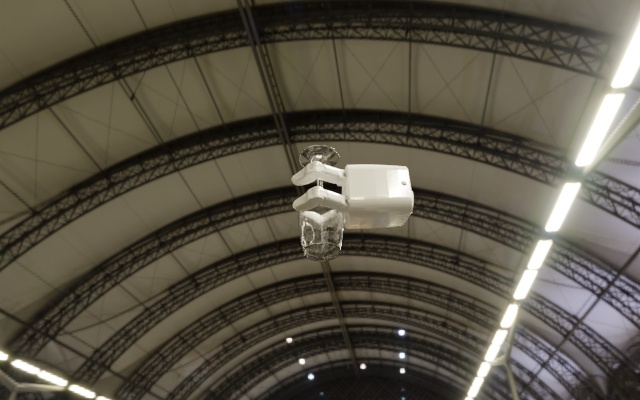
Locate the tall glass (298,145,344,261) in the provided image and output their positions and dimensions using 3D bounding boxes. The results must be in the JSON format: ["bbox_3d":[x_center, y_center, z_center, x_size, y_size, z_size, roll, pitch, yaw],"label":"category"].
[{"bbox_3d":[0.000,0.002,0.827,0.079,0.201,0.079,-1,-35,-1],"label":"tall glass"}]
